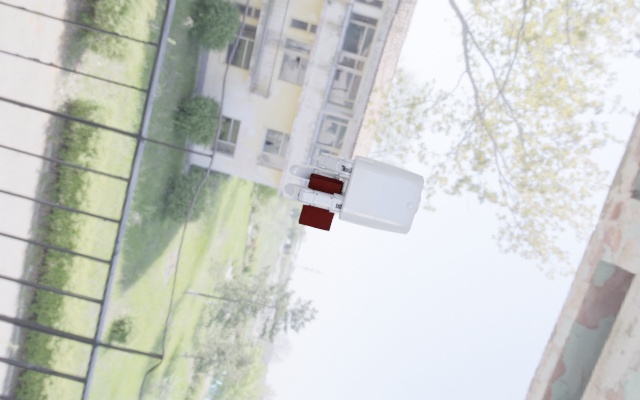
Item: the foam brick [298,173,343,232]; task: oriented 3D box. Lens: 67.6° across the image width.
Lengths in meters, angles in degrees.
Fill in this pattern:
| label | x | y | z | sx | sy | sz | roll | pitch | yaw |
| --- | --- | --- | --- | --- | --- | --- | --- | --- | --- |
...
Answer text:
| label | x | y | z | sx | sy | sz | roll | pitch | yaw |
| --- | --- | --- | --- | --- | --- | --- | --- | --- | --- |
| foam brick | 0.000 | 0.003 | 0.735 | 0.051 | 0.078 | 0.053 | 15 | 9 | -2 |
